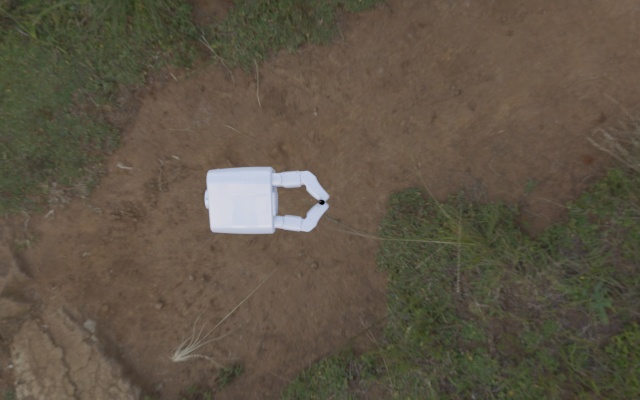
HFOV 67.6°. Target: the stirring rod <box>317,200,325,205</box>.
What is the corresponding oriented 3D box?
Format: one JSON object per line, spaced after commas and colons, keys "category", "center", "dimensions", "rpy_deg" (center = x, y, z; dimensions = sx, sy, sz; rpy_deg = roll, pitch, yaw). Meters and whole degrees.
{"category": "stirring rod", "center": [0.000, 0.003, 0.794], "dimensions": [0.011, 0.011, 0.239], "rpy_deg": [0, 0, -1]}
